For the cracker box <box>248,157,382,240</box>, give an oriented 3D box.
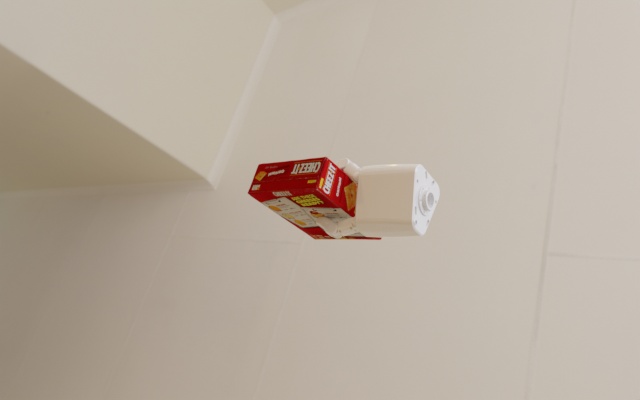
[{"bbox_3d":[0.000,0.003,0.887,0.164,0.072,0.214,-3,-29,38],"label":"cracker box"}]
